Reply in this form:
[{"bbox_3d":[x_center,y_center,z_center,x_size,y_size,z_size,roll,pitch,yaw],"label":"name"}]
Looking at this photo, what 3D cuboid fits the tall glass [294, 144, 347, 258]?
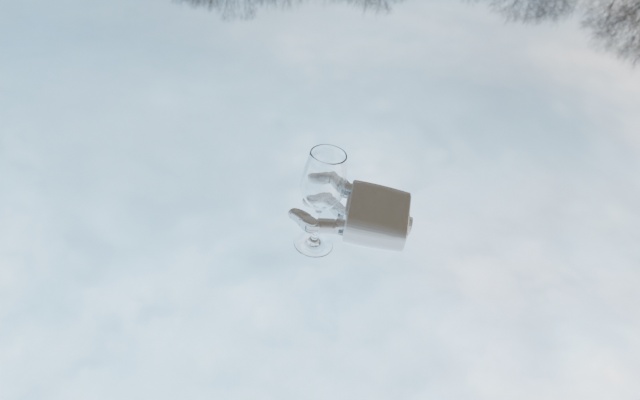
[{"bbox_3d":[0.000,0.003,0.837,0.079,0.201,0.079,6,37,-4],"label":"tall glass"}]
